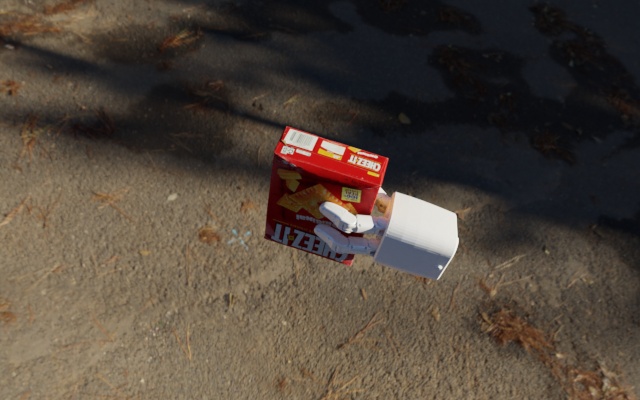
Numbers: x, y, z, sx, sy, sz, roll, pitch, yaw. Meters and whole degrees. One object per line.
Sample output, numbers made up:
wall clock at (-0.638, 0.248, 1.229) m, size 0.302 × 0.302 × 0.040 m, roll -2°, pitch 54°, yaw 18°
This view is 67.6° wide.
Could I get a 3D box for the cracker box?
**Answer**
cracker box at (0.000, 0.002, 0.769) m, size 0.164 × 0.072 × 0.214 m, roll 18°, pitch -42°, yaw 4°
